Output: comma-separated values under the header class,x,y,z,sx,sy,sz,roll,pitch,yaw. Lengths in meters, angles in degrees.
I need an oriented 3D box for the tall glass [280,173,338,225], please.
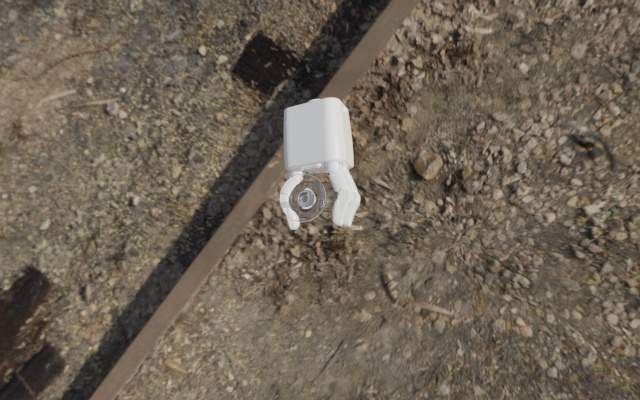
class,x,y,z,sx,sy,sz,roll,pitch,yaw
tall glass,0.000,0.003,0.816,0.079,0.079,0.201,0,-4,16
